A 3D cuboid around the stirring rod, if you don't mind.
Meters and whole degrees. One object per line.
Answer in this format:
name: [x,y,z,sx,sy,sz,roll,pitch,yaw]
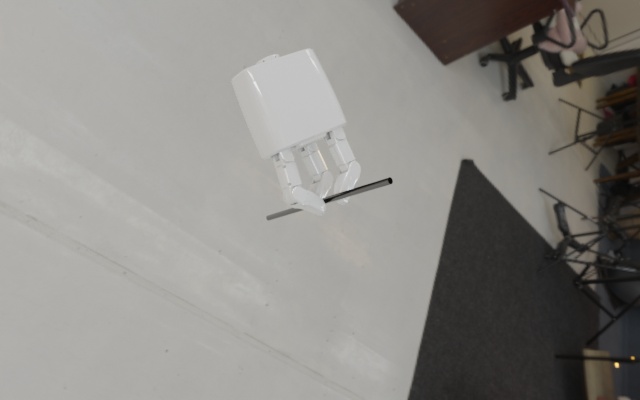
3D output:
stirring rod: [0.000,0.002,0.615,0.011,0.011,0.239,0,-11,-41]
